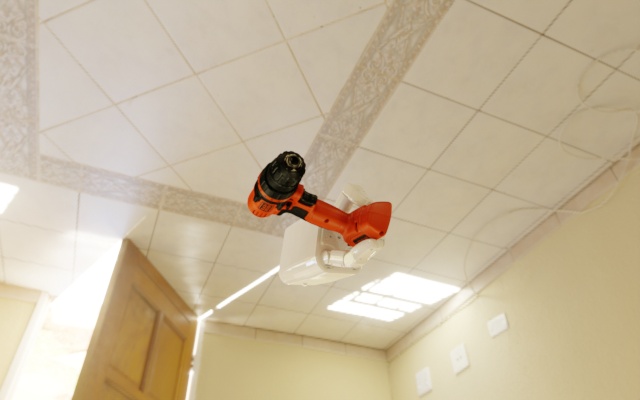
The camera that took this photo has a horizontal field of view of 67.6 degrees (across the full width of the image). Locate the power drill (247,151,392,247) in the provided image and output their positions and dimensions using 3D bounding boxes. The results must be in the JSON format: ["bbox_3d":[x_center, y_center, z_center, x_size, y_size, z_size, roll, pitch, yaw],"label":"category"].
[{"bbox_3d":[0.000,0.002,0.661,0.188,0.057,0.184,22,-22,-13],"label":"power drill"}]
